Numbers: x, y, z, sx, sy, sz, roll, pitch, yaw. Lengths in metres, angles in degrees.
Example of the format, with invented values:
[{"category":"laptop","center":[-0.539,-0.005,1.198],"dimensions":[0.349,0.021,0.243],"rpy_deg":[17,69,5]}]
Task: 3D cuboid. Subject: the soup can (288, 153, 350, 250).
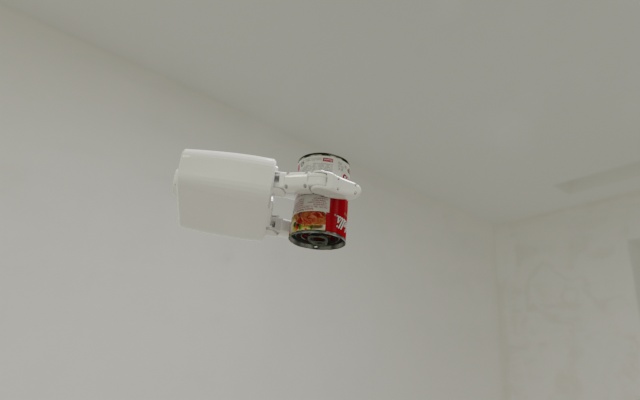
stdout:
[{"category":"soup can","center":[0.001,0.002,0.579],"dimensions":[0.068,0.102,0.068],"rpy_deg":[4,-22,2]}]
